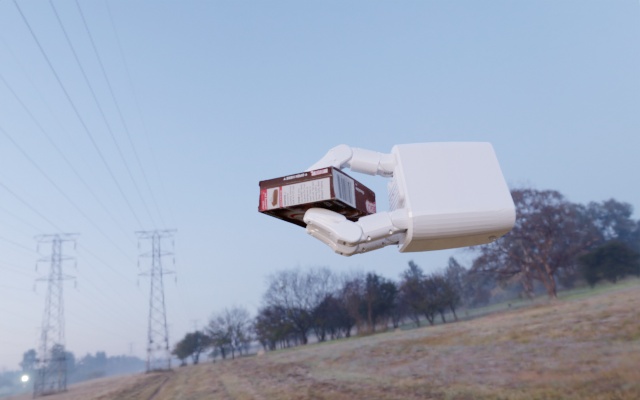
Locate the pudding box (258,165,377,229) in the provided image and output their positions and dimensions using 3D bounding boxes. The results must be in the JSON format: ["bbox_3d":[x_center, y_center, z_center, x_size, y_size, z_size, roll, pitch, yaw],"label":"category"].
[{"bbox_3d":[0.000,0.002,0.517,0.090,0.039,0.113,-11,-20,26],"label":"pudding box"}]
